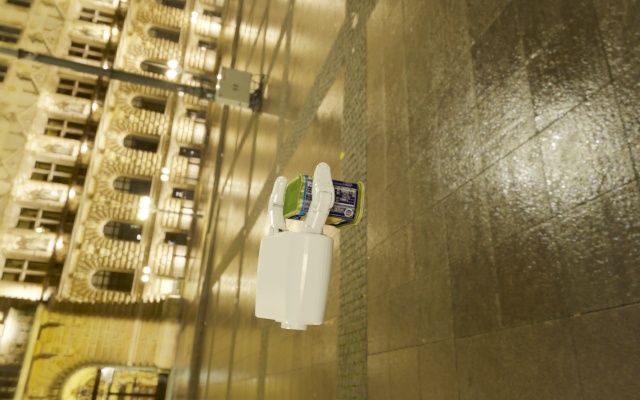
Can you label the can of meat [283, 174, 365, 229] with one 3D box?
[{"bbox_3d":[0.000,0.002,0.636,0.084,0.057,0.102,9,-10,-16],"label":"can of meat"}]
